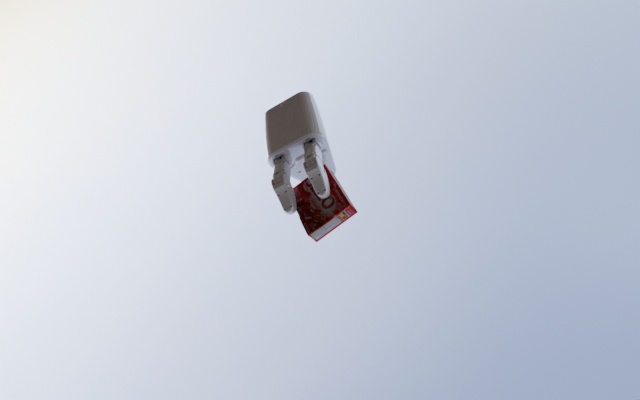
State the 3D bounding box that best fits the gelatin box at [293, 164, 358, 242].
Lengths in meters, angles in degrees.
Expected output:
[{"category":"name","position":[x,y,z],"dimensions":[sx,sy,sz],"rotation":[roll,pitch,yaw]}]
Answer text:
[{"category":"gelatin box","position":[0.000,0.003,0.677],"dimensions":[0.073,0.089,0.030],"rotation":[-36,-38,9]}]
